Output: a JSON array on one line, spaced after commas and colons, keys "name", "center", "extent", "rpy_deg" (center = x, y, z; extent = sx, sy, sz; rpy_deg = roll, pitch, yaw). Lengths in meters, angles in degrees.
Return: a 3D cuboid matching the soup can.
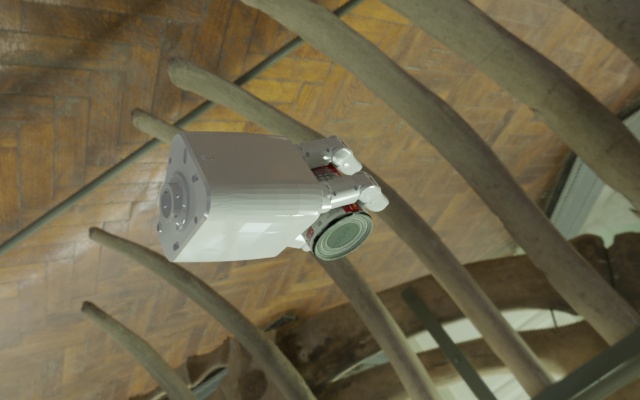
[{"name": "soup can", "center": [0.001, 0.002, 0.488], "extent": [0.068, 0.068, 0.102], "rpy_deg": [0, 43, -39]}]
